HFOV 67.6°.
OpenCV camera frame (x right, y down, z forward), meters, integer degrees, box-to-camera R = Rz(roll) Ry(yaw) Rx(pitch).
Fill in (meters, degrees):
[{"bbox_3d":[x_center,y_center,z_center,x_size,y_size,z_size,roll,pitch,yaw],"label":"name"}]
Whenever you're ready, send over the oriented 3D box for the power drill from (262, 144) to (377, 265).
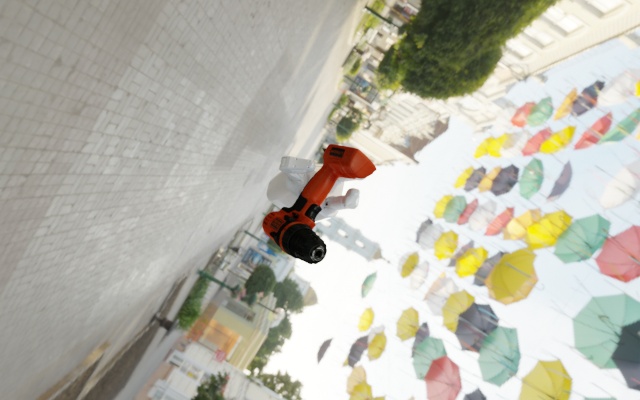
[{"bbox_3d":[0.000,0.002,0.730,0.057,0.187,0.184,45,-10,-28],"label":"power drill"}]
